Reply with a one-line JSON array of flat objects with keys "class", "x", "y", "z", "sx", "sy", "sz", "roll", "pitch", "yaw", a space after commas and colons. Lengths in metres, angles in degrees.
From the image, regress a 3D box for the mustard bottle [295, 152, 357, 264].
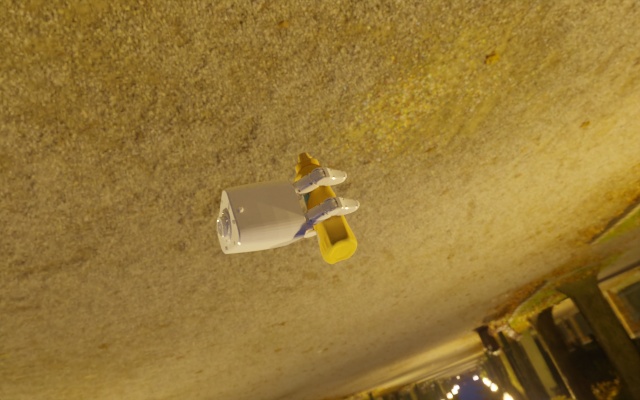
[{"class": "mustard bottle", "x": 0.001, "y": 0.003, "z": 0.788, "sx": 0.058, "sy": 0.191, "sz": 0.096, "roll": -19, "pitch": -24, "yaw": -6}]
